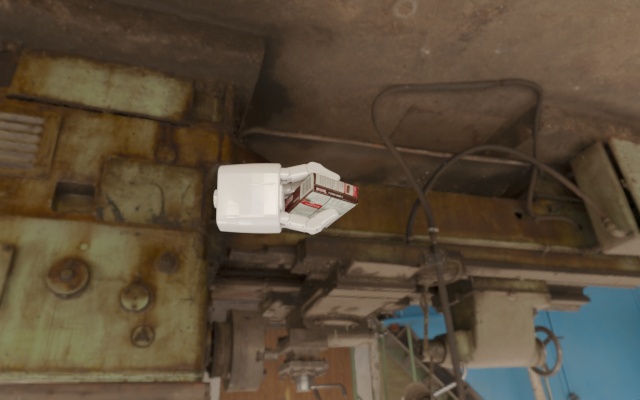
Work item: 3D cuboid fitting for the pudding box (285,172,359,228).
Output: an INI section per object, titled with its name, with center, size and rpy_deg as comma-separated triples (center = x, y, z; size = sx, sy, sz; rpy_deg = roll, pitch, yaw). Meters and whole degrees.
[pudding box]
center = 0.000, 0.003, 0.832
size = 0.090, 0.039, 0.113
rpy_deg = 16, -31, -24
